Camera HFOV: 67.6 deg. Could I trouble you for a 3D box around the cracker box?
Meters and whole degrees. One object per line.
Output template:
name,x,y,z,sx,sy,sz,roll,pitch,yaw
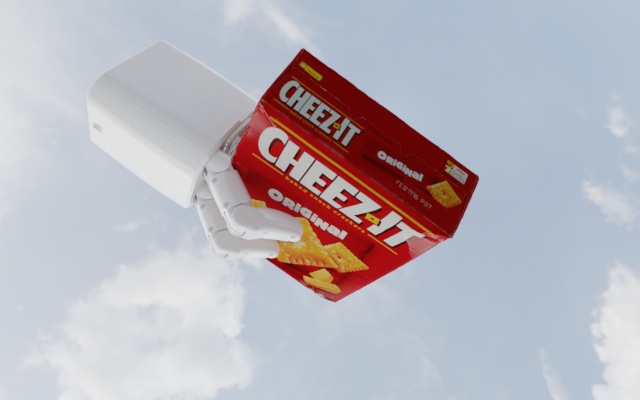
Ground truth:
cracker box,0.000,0.001,0.419,0.164,0.072,0.214,35,-32,-5
